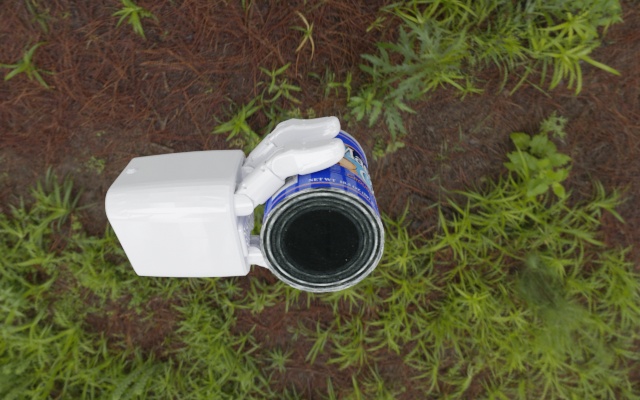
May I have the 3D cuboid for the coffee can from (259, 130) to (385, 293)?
[{"bbox_3d":[0.000,0.001,0.448,0.103,0.103,0.140,0,29,-1],"label":"coffee can"}]
